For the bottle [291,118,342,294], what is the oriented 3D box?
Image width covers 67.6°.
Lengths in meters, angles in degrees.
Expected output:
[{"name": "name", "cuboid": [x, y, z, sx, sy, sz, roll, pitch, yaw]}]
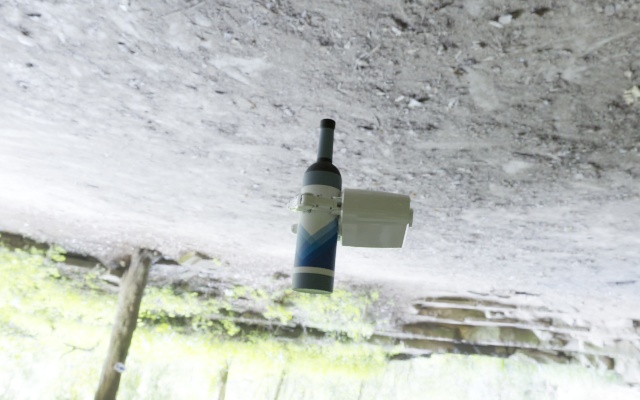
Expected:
[{"name": "bottle", "cuboid": [0.000, 0.003, 0.790, 0.069, 0.295, 0.069, 5, -17, 2]}]
